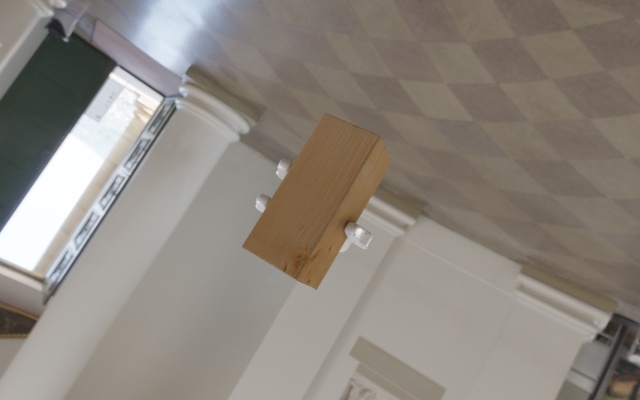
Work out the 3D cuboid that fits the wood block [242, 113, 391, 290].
[{"bbox_3d":[0.000,0.002,0.636,0.091,0.206,0.090,27,-8,24],"label":"wood block"}]
